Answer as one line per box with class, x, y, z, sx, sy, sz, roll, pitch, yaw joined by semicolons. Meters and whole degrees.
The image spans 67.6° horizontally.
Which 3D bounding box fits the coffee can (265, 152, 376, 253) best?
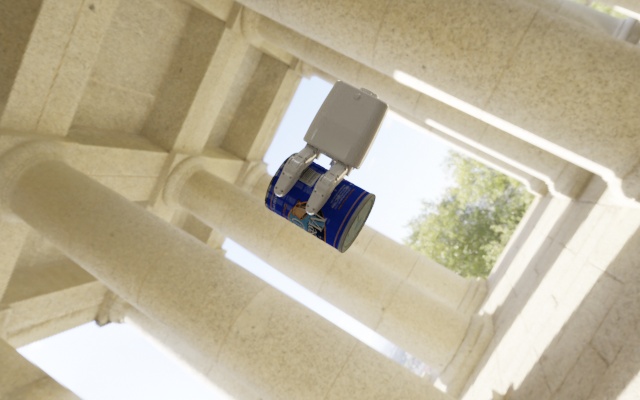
coffee can;0.000;0.003;0.739;0.140;0.103;0.103;30;8;14
